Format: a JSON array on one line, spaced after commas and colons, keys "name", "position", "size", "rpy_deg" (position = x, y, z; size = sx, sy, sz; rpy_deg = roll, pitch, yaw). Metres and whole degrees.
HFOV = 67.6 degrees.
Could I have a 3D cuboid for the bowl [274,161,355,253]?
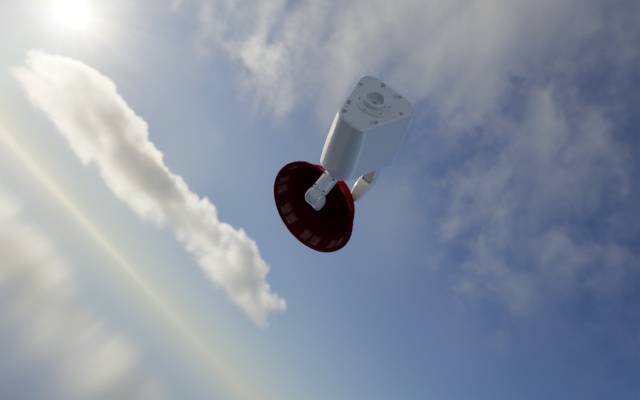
[{"name": "bowl", "position": [0.000, 0.003, 0.785], "size": [0.162, 0.162, 0.055], "rpy_deg": [0, 24, 41]}]
